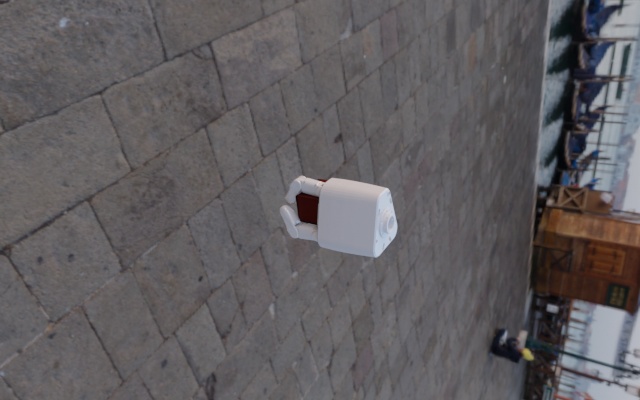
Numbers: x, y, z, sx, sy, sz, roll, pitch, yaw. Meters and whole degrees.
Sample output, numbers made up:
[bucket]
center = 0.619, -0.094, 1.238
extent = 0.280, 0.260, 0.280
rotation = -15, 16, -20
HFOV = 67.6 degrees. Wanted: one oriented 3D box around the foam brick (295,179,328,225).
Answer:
[foam brick]
center = 0.000, 0.003, 0.845
extent = 0.051, 0.053, 0.078
rotation = 10, 31, 31
